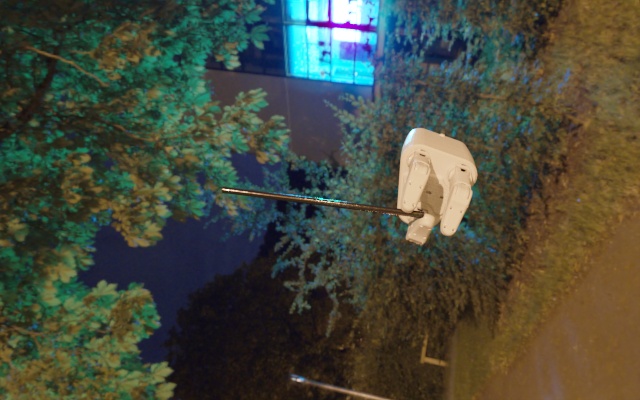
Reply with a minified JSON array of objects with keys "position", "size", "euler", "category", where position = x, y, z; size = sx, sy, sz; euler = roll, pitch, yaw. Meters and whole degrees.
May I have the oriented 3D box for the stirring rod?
[{"position":[0.000,0.002,0.564],"size":[0.239,0.011,0.011],"euler":[7,1,7],"category":"stirring rod"}]
